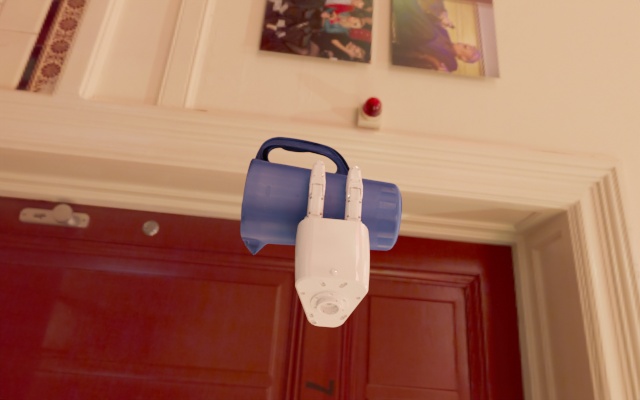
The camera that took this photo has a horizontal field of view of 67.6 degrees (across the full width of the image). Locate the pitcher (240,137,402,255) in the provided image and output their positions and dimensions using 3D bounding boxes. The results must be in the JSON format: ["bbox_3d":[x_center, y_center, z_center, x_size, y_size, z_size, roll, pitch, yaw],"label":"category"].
[{"bbox_3d":[0.000,0.003,0.754,0.243,0.149,0.145,6,40,-3],"label":"pitcher"}]
